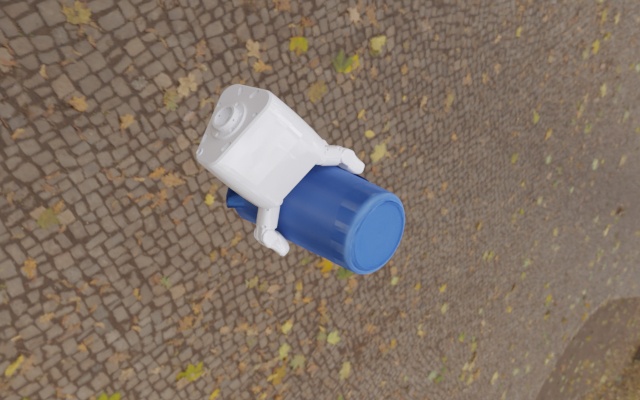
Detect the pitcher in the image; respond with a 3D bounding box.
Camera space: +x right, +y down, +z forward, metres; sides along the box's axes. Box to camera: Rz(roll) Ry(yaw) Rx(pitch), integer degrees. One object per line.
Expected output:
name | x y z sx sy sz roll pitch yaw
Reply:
pitcher | 0.000 0.002 0.662 0.242 0.149 0.145 25 -10 43
